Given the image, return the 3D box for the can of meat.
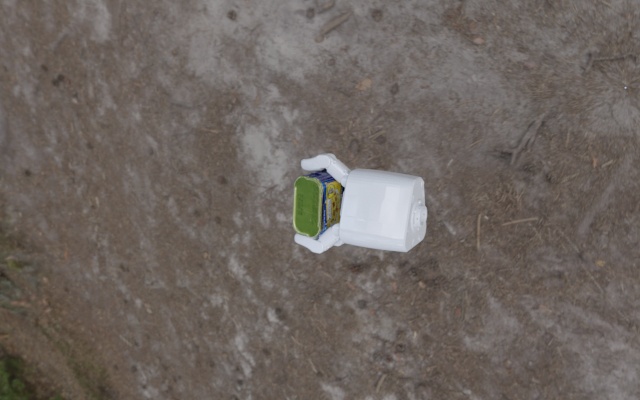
[{"bbox_3d":[0.000,0.002,0.770,0.057,0.102,0.084,11,17,30],"label":"can of meat"}]
